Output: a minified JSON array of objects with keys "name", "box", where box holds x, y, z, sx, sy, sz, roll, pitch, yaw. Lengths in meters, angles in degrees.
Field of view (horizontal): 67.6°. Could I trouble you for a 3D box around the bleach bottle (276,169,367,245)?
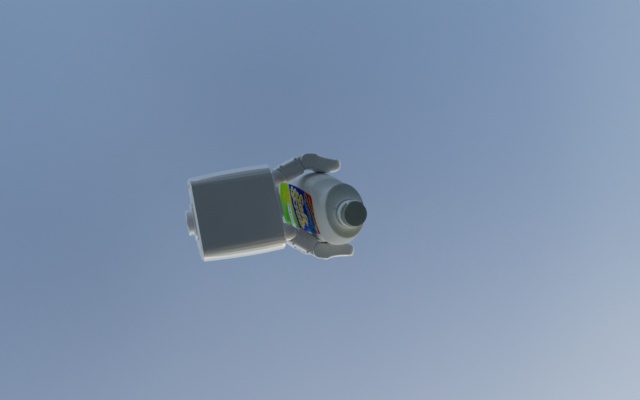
[{"name":"bleach bottle","box":[0.000,0.002,0.649,0.068,0.102,0.251,-9,5,-17]}]
